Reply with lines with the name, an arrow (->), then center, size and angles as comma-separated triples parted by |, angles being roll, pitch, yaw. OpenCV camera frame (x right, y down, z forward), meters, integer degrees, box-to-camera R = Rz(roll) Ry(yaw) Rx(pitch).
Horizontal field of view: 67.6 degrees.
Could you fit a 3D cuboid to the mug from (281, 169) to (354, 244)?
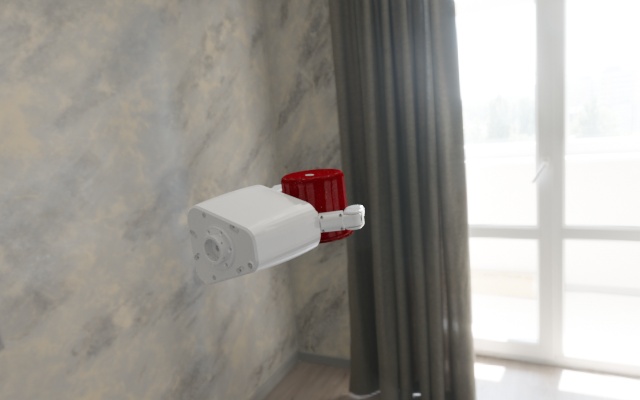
mug -> 0.001, 0.002, 0.629 | 0.093, 0.081, 0.117 | 2, 14, 35
